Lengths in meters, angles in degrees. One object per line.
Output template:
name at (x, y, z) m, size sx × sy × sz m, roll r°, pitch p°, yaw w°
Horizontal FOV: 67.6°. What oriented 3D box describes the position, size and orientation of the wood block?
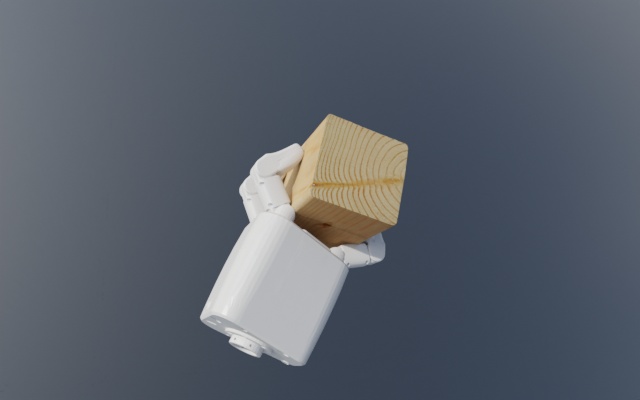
wood block at (0.000, 0.002, 0.532) m, size 0.091 × 0.090 × 0.206 m, roll 20°, pitch -24°, yaw -17°
